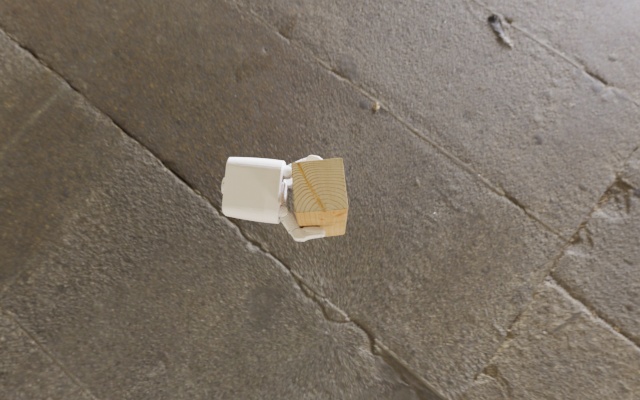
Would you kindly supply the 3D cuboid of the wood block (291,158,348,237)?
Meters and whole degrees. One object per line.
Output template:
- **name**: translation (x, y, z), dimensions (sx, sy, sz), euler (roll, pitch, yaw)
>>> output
- **wood block**: translation (0.000, 0.003, 0.887), dimensions (0.090, 0.090, 0.206), euler (-5, -16, 0)
